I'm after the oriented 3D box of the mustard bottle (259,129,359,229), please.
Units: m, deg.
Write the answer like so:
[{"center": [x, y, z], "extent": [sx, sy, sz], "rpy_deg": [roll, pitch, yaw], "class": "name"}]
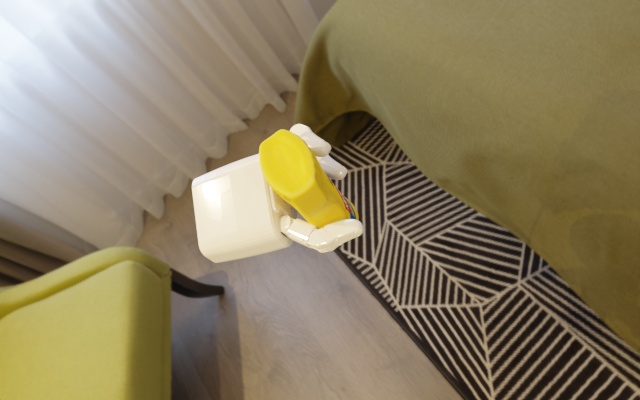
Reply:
[{"center": [0.000, 0.002, 0.575], "extent": [0.058, 0.096, 0.192], "rpy_deg": [-36, -37, 3], "class": "mustard bottle"}]
